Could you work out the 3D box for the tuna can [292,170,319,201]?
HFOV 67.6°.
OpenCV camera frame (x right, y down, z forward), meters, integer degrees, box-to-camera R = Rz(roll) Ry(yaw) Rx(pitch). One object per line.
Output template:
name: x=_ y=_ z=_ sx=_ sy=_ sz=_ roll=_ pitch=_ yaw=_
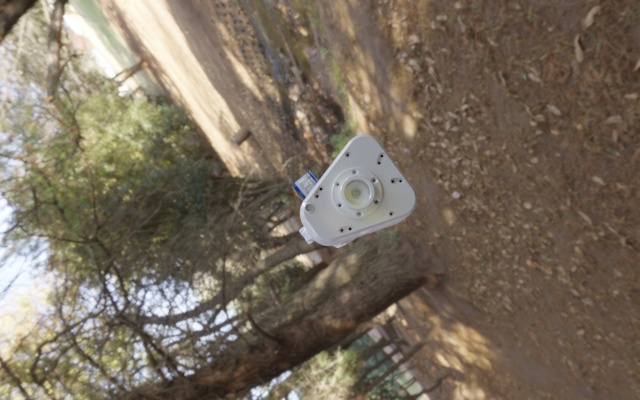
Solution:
tuna can: x=0.000 y=0.002 z=0.641 sx=0.034 sy=0.086 sz=0.086 roll=-39 pitch=0 yaw=0
